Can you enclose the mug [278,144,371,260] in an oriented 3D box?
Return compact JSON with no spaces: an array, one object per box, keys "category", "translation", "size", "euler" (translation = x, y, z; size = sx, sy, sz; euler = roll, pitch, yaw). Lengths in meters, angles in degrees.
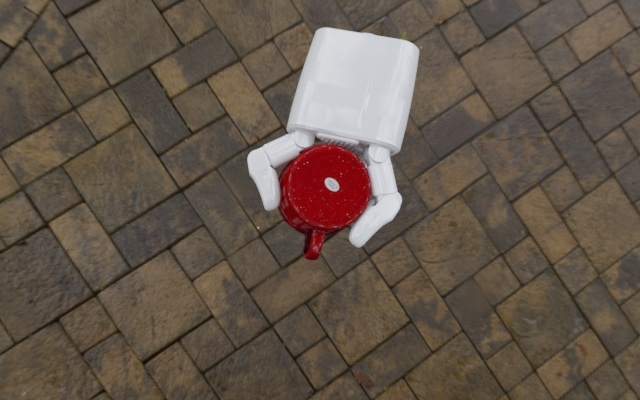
[{"category":"mug","translation":[0.000,0.003,0.476],"size":[0.093,0.117,0.081],"euler":[14,-6,-6]}]
